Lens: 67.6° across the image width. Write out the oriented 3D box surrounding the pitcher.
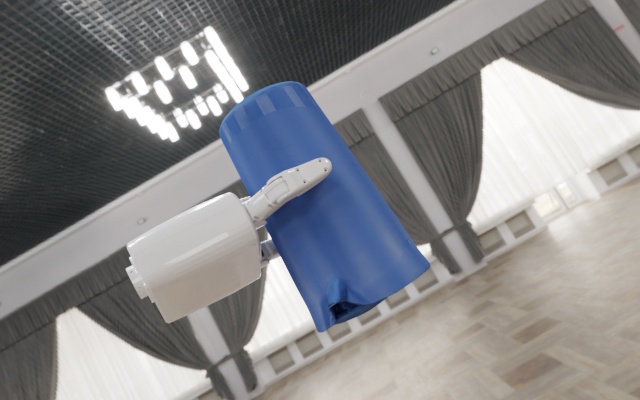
[{"bbox_3d":[0.000,0.002,0.511,0.145,0.243,0.149,-28,-8,-21],"label":"pitcher"}]
